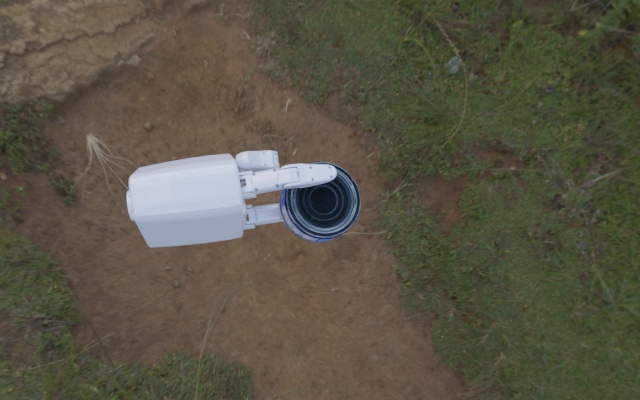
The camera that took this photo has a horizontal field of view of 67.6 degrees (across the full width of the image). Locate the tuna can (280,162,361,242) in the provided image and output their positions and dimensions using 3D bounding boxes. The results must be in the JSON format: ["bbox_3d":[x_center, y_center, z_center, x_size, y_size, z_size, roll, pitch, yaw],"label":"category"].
[{"bbox_3d":[0.000,0.002,0.523,0.086,0.086,0.034,0,-10,-14],"label":"tuna can"}]
